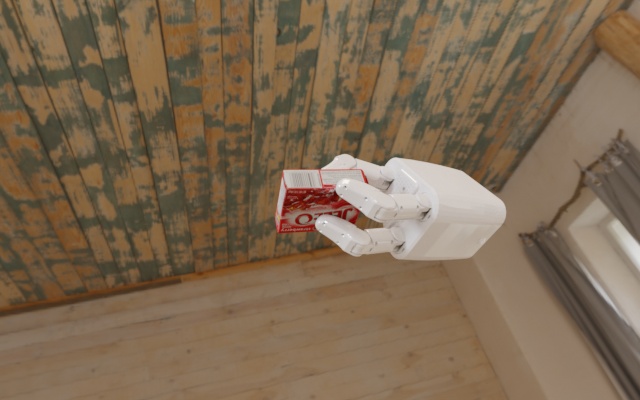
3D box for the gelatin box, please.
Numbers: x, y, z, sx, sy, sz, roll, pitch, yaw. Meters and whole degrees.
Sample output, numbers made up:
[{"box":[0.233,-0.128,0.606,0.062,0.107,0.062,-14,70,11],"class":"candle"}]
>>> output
[{"box":[0.000,0.001,0.509,0.089,0.030,0.073,-1,-40,-15],"class":"gelatin box"}]
